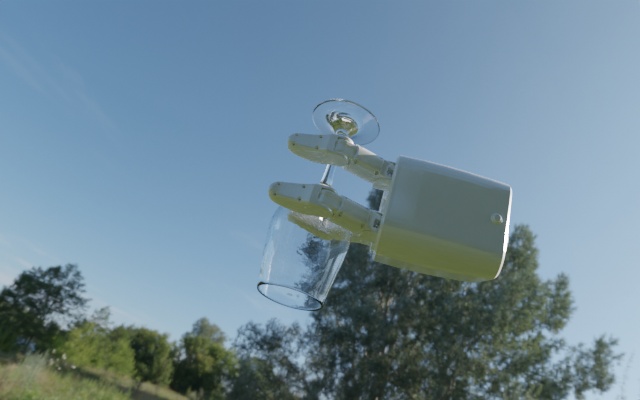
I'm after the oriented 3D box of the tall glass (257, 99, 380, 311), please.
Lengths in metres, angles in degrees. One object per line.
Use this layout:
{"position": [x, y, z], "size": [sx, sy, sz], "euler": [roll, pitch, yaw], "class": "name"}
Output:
{"position": [0.000, 0.001, 0.465], "size": [0.079, 0.201, 0.079], "euler": [14, -27, 8], "class": "tall glass"}
